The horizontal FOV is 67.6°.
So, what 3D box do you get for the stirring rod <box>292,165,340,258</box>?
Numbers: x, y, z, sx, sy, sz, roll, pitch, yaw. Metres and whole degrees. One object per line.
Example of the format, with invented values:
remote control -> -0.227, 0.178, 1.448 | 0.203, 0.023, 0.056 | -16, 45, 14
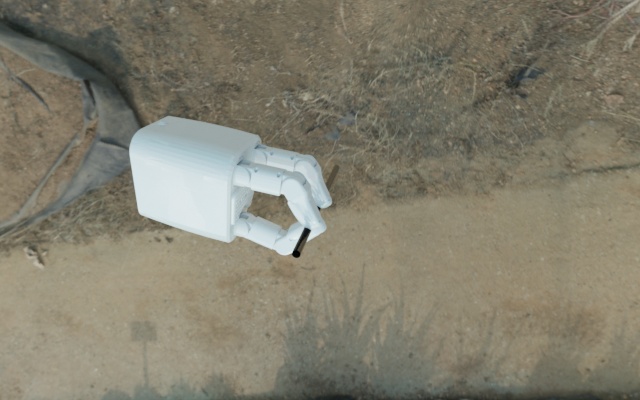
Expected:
stirring rod -> 0.000, 0.002, 0.533 | 0.011, 0.011, 0.239 | 0, 22, 11
